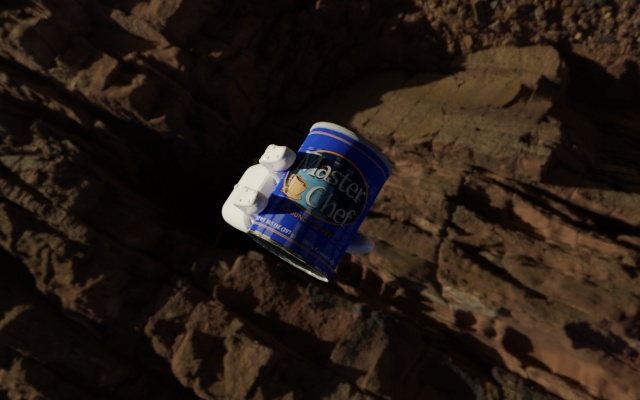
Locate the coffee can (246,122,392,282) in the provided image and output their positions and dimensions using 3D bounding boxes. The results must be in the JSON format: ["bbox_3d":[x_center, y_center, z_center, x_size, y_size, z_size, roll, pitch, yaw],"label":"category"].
[{"bbox_3d":[0.000,0.002,0.519,0.103,0.140,0.103,30,-13,7],"label":"coffee can"}]
